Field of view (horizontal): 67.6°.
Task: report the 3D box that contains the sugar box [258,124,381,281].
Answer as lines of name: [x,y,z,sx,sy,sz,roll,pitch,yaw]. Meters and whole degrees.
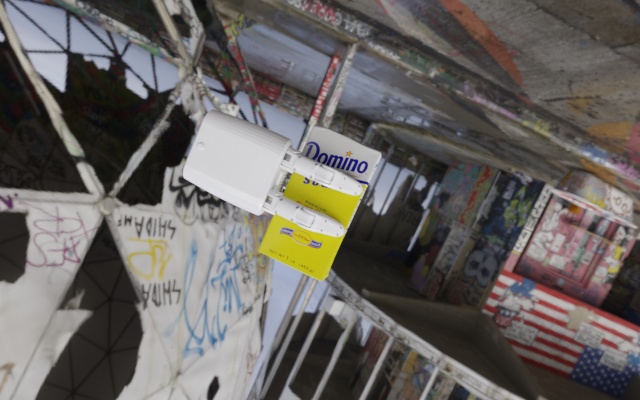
sugar box: [0.000,0.002,0.604,0.093,0.176,0.048,24,6,7]
